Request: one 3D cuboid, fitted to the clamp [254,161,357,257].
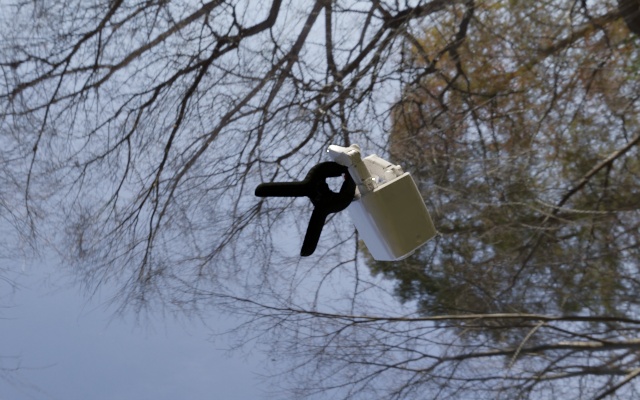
[{"bbox_3d":[0.000,0.002,0.697,0.171,0.120,0.039,-26,0,-30],"label":"clamp"}]
